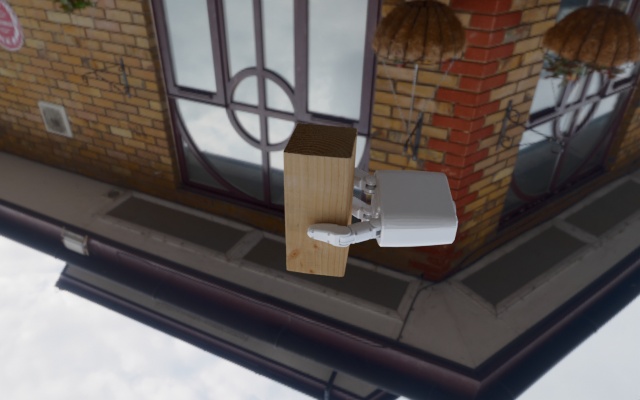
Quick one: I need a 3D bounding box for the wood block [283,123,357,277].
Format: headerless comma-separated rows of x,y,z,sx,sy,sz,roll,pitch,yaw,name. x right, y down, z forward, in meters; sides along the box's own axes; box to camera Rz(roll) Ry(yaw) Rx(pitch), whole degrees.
0.000,0.003,0.699,0.090,0.206,0.090,6,35,7,wood block
